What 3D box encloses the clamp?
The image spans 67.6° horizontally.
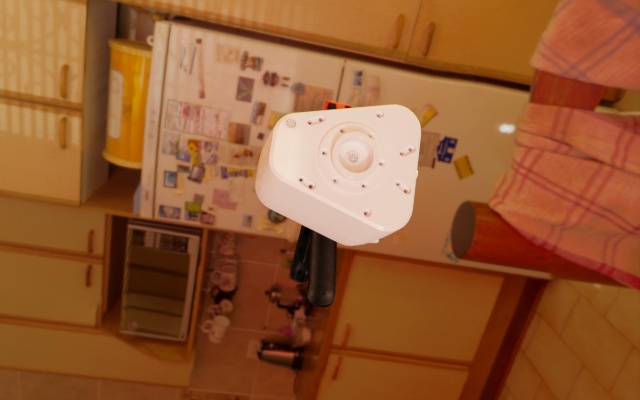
[{"bbox_3d":[-0.001,0.001,0.508,0.036,0.210,0.164,10,-10,-11],"label":"clamp"}]
